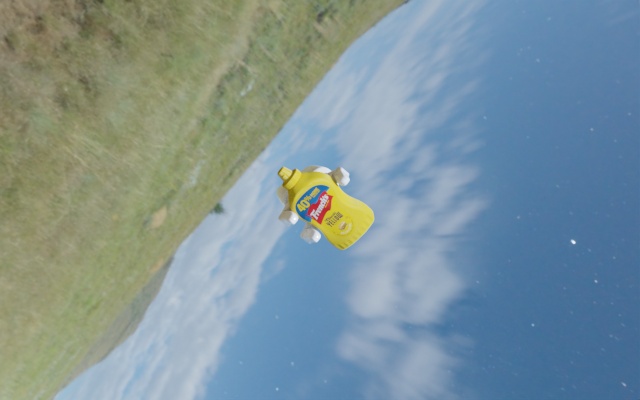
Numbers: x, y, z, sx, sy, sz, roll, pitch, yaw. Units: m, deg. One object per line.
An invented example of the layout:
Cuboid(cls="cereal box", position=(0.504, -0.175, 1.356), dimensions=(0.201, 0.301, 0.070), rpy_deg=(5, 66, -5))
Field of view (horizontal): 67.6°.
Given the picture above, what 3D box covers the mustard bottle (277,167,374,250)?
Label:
Cuboid(cls="mustard bottle", position=(0.000, 0.003, 0.874), dimensions=(0.192, 0.096, 0.058), rpy_deg=(39, 22, -17))
